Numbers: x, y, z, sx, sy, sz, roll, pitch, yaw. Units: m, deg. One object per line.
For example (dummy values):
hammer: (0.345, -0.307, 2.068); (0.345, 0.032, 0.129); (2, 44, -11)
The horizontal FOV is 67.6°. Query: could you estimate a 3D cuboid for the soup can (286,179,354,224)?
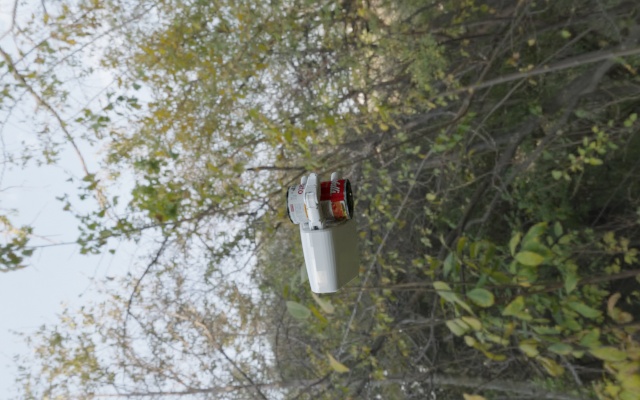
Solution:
soup can: (0.000, 0.002, 0.807); (0.102, 0.068, 0.068); (-6, -1, 13)
